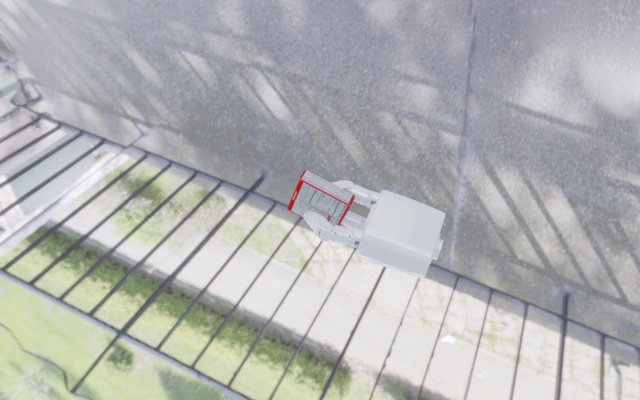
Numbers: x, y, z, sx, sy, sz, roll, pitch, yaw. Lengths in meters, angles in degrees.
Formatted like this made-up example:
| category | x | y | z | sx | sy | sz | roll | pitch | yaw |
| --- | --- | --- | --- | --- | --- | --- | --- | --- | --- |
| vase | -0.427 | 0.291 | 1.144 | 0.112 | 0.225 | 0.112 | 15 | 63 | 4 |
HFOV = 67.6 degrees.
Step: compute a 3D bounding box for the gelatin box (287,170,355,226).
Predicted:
| category | x | y | z | sx | sy | sz | roll | pitch | yaw |
| --- | --- | --- | --- | --- | --- | --- | --- | --- | --- |
| gelatin box | 0.000 | 0.003 | 0.750 | 0.089 | 0.073 | 0.030 | 27 | 45 | 1 |
